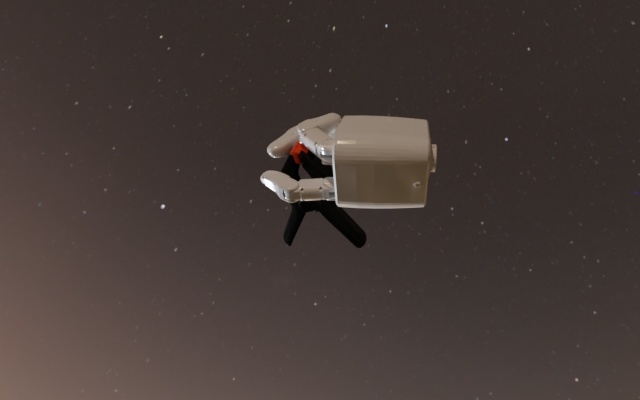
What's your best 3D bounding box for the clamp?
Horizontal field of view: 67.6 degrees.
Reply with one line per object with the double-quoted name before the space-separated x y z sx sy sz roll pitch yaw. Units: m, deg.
"clamp" 0.000 0.002 0.628 0.120 0.172 0.039 2 42 10
